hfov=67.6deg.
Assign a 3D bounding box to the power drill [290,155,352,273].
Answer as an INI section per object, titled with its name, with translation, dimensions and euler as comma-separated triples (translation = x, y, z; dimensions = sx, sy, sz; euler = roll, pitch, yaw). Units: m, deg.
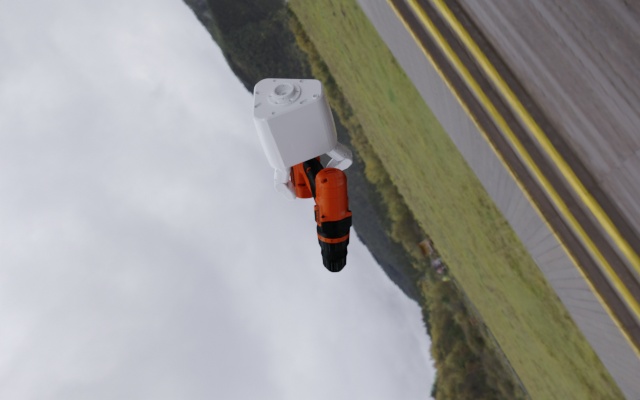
[power drill]
translation = 0.000, 0.002, 0.790
dimensions = 0.057, 0.184, 0.187
euler = -11, 33, -16
